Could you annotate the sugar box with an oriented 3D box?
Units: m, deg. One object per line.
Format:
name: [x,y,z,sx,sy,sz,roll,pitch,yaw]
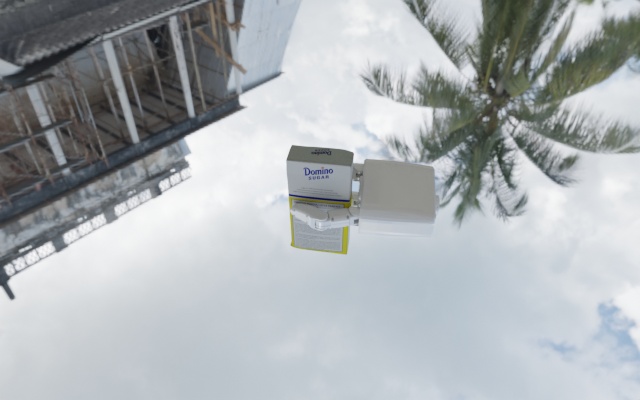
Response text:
sugar box: [0.000,0.002,0.715,0.093,0.176,0.048,6,39,6]
